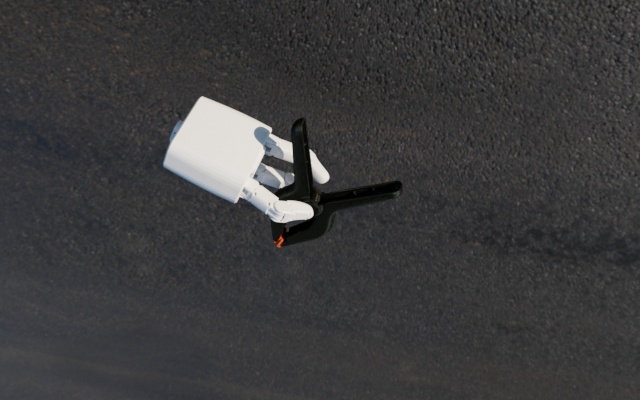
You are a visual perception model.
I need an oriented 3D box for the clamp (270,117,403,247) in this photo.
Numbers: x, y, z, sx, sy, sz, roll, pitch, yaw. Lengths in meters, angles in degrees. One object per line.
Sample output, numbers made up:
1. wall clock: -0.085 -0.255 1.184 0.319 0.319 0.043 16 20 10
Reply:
1. clamp: -0.001 0.003 0.657 0.164 0.210 0.036 27 40 -7
